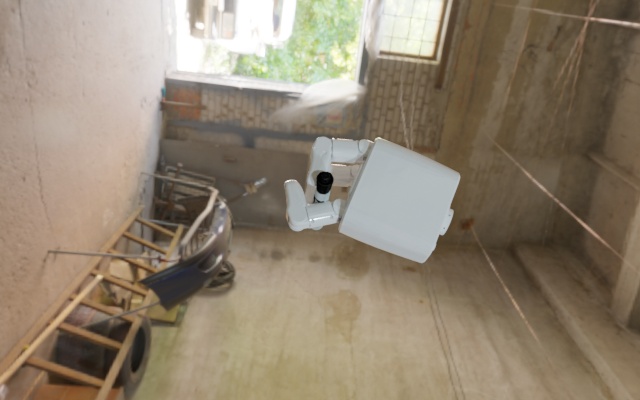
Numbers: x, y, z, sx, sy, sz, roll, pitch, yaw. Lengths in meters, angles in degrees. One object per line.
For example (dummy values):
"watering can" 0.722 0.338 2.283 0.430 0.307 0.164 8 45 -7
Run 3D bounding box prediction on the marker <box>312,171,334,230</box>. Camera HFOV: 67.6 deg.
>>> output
"marker" 0.000 0.002 0.557 0.020 0.020 0.121 0 -28 -6
